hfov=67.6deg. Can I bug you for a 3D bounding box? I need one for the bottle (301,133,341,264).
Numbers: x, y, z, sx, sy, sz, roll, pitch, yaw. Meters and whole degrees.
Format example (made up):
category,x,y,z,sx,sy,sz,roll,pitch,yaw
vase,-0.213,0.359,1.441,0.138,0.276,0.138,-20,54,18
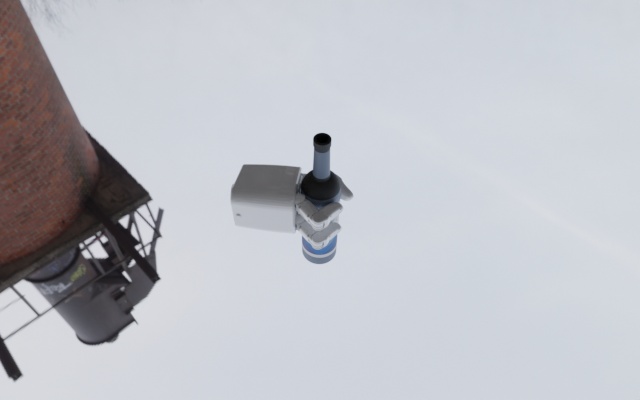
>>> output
category,x,y,z,sx,sy,sz,roll,pitch,yaw
bottle,0.000,0.003,0.813,0.069,0.069,0.296,0,-39,-1
